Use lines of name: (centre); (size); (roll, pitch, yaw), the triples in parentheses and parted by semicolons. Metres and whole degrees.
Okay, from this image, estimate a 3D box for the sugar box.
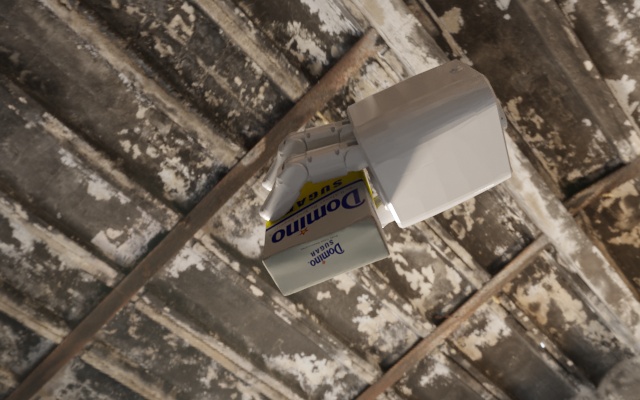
sugar box: (0.000, 0.001, 0.433); (0.093, 0.048, 0.176); (-23, 25, 8)
